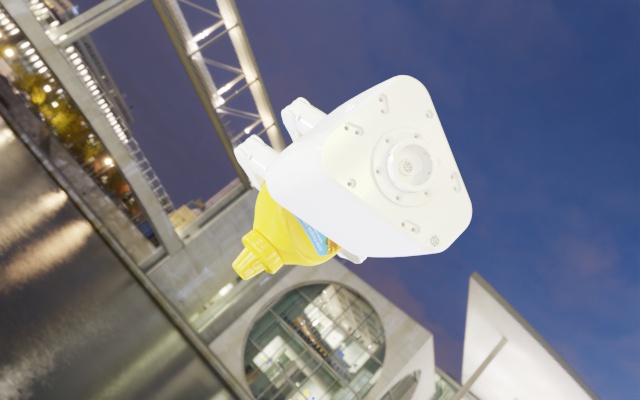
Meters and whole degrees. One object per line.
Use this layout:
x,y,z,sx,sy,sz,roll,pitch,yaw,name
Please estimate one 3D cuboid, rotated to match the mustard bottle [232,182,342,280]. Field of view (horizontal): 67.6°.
0.000,0.001,0.431,0.191,0.096,0.058,-41,34,-19,mustard bottle
